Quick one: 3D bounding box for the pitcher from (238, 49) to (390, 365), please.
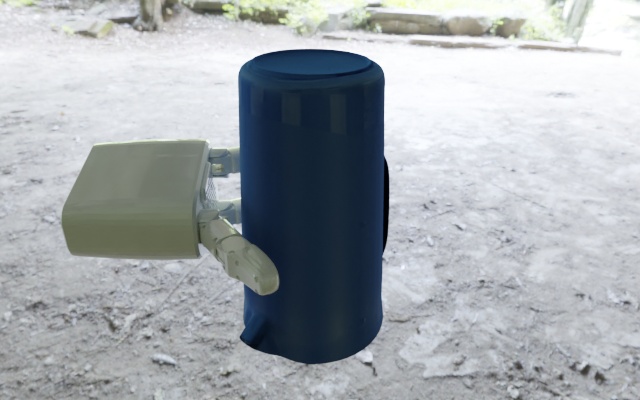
[{"bbox_3d":[0.000,0.001,0.410,0.145,0.243,0.149,0,28,-1],"label":"pitcher"}]
